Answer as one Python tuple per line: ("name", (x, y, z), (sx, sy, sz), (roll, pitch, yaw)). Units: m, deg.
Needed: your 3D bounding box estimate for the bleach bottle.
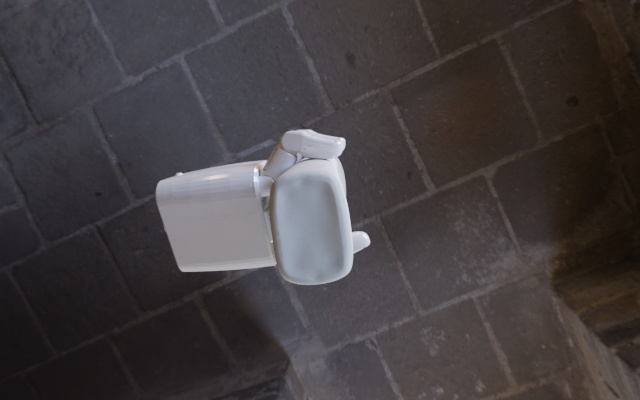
("bleach bottle", (0.000, 0.002, 0.520), (0.068, 0.102, 0.251), (-6, 9, 5))
